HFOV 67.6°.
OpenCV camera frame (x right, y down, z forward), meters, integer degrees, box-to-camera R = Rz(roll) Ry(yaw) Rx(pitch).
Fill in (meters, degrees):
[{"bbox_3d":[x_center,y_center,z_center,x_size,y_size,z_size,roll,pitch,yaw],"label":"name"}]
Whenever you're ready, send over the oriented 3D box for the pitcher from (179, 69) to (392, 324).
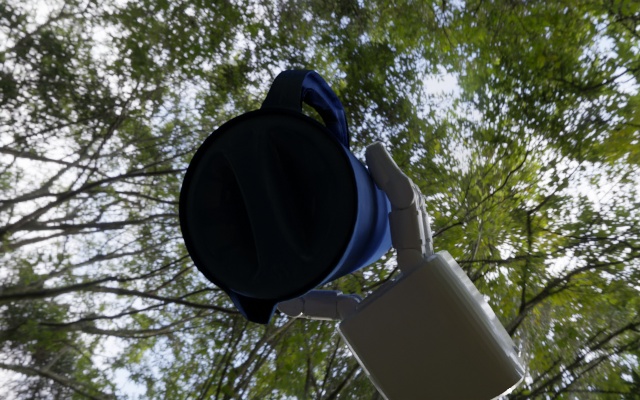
[{"bbox_3d":[0.000,0.002,0.428,0.149,0.145,0.243,-41,-16,12],"label":"pitcher"}]
